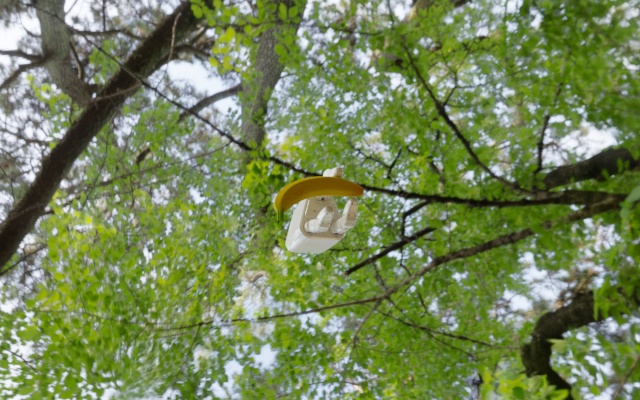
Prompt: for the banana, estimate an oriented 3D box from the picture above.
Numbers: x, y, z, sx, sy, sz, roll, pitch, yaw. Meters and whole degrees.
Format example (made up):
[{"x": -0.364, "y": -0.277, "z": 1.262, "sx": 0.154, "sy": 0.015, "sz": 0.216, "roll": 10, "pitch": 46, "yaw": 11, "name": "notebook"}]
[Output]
[{"x": -0.011, "y": -0.012, "z": 0.868, "sx": 0.198, "sy": 0.069, "sz": 0.037, "roll": -20, "pitch": -17, "yaw": -32, "name": "banana"}]
